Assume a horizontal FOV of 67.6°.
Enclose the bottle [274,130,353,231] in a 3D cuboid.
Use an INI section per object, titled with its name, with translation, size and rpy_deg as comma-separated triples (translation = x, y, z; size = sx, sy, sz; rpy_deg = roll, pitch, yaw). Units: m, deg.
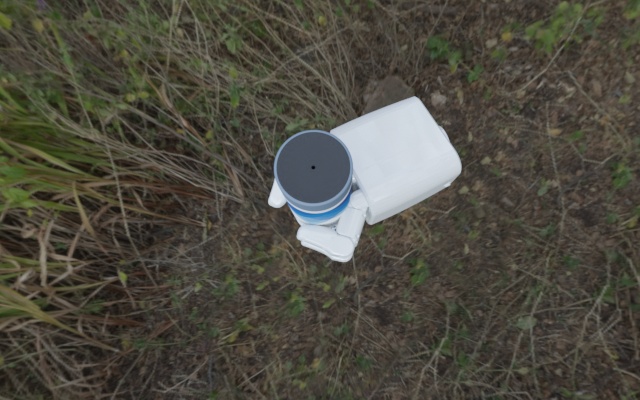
[bottle]
translation = 0.000, 0.002, 0.541
size = 0.069, 0.069, 0.296
rpy_deg = 0, -12, 2
